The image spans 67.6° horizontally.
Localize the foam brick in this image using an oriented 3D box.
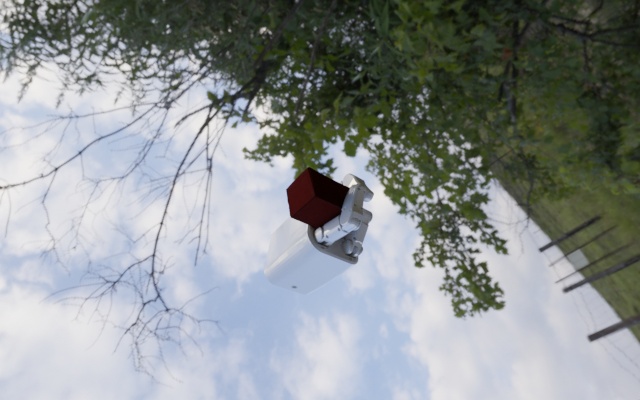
[{"bbox_3d":[0.000,0.002,0.640,0.078,0.053,0.051,26,-52,-36],"label":"foam brick"}]
